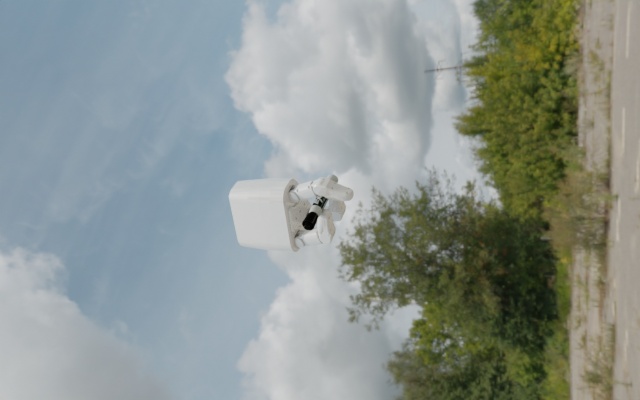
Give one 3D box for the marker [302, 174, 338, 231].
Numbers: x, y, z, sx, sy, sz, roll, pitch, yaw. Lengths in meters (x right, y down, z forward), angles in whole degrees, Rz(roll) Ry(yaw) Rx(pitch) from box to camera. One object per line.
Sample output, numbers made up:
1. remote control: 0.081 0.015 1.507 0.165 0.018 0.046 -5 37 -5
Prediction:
1. marker: 0.000 0.002 0.717 0.020 0.020 0.121 0 38 24
